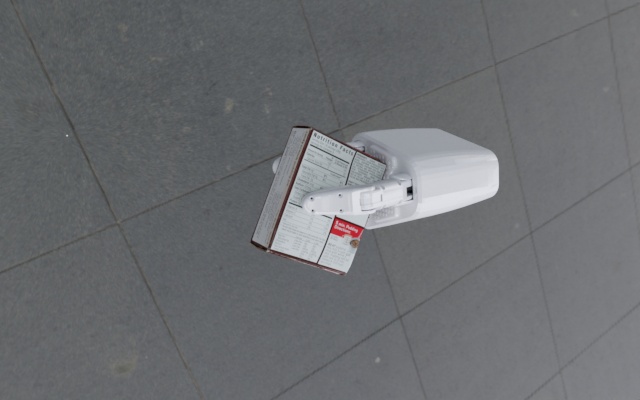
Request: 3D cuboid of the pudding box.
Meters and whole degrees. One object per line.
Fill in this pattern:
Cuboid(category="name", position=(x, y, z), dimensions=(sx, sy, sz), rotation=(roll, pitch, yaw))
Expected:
Cuboid(category="pudding box", position=(0.000, 0.001, 0.424), dimensions=(0.090, 0.113, 0.039), rotation=(22, -5, -31))
